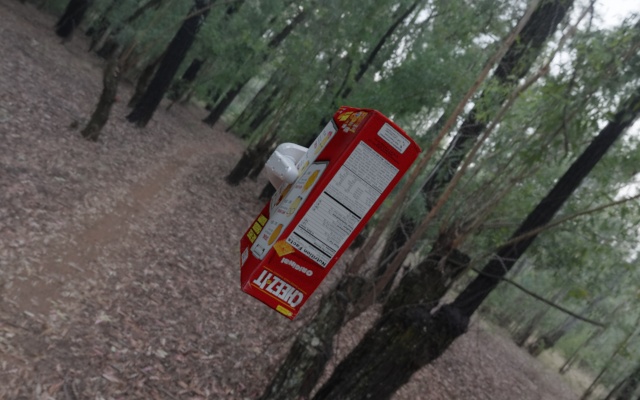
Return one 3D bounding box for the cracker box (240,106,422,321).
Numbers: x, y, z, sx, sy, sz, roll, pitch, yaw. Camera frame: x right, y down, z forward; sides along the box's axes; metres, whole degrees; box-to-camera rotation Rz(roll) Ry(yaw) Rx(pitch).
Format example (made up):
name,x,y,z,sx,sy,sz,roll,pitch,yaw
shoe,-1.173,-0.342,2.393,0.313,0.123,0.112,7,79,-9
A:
name,x,y,z,sx,sy,sz,roll,pitch,yaw
cracker box,0.000,0.001,0.526,0.072,0.214,0.164,35,5,-15
